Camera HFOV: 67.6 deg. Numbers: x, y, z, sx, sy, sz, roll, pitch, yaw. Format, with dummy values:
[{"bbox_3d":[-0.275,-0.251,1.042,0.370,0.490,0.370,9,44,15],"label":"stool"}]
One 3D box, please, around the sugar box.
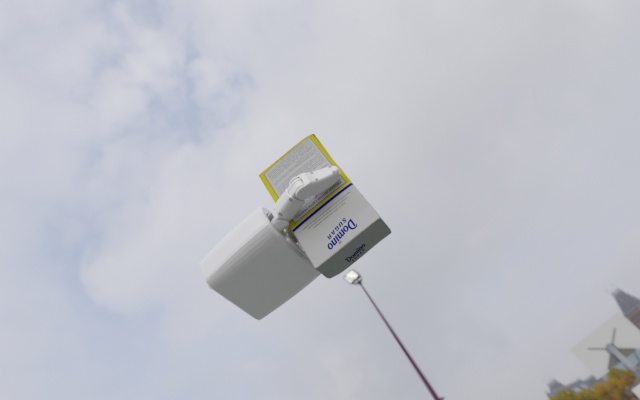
[{"bbox_3d":[0.000,0.002,0.584,0.093,0.176,0.048,-38,-38,5],"label":"sugar box"}]
